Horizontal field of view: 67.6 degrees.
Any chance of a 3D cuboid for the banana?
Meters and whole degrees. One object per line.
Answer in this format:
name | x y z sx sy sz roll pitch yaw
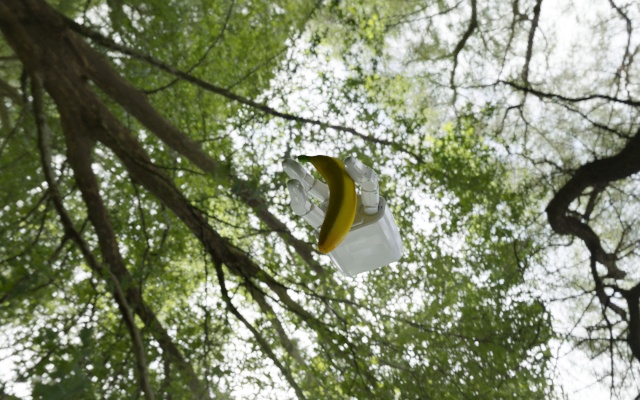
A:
banana | 0.017 -0.007 0.655 0.069 0.037 0.197 -22 41 7
